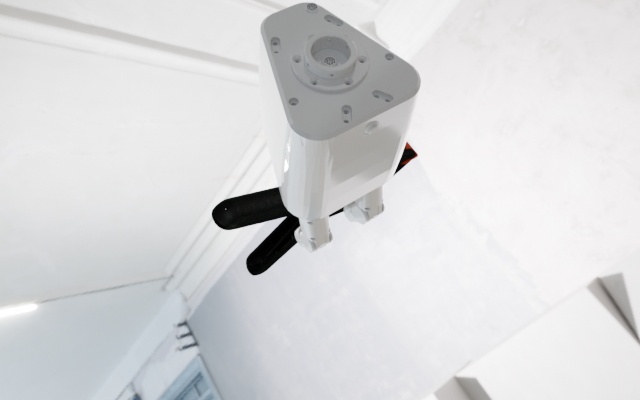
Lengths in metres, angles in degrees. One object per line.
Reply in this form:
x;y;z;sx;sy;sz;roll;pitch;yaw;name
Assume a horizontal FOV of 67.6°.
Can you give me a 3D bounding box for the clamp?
0.000;0.001;0.470;0.210;0.036;0.165;-28;-20;-17;clamp
